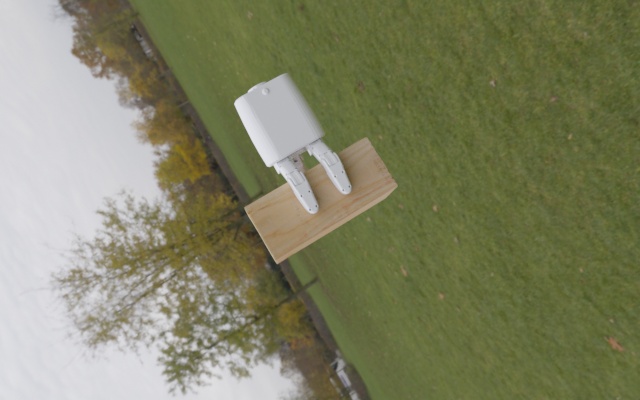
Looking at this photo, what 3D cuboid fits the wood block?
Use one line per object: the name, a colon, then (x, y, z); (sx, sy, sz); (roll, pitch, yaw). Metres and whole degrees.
wood block: (0.000, 0.002, 0.721); (0.206, 0.090, 0.091); (-31, -7, -9)
